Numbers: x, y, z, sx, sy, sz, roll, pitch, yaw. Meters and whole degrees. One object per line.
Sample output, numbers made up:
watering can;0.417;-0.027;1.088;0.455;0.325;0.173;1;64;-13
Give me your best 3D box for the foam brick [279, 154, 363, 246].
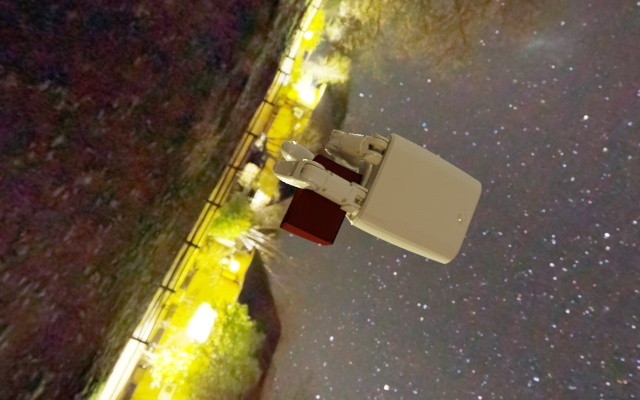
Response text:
foam brick;0.000;0.002;0.484;0.051;0.078;0.053;26;-11;-8
